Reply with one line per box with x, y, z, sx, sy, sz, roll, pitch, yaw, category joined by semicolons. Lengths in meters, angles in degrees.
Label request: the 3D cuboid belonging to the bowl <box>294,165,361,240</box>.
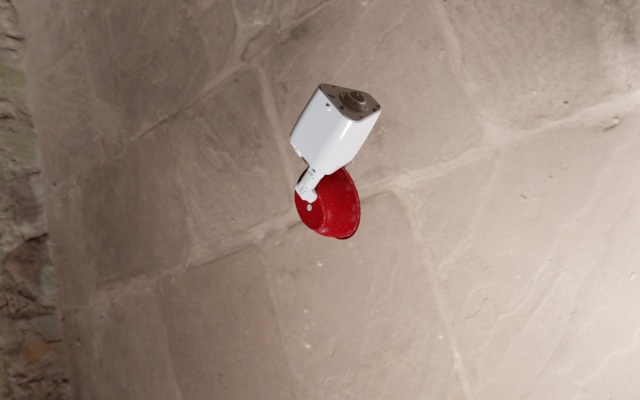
0.000;0.004;0.865;0.055;0.162;0.162;-20;11;-33;bowl
